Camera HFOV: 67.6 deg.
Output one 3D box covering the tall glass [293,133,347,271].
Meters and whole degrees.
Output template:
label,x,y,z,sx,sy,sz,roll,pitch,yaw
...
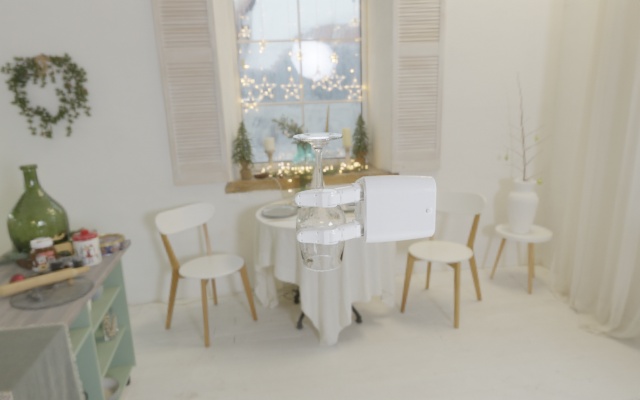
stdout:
label,x,y,z,sx,sy,sz,roll,pitch,yaw
tall glass,0.000,0.002,0.720,0.079,0.201,0.079,-2,15,0
